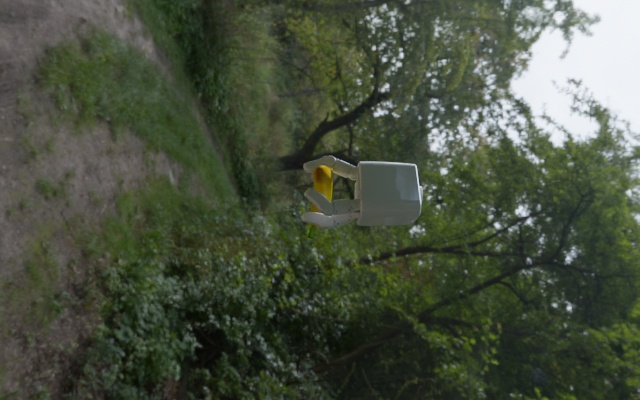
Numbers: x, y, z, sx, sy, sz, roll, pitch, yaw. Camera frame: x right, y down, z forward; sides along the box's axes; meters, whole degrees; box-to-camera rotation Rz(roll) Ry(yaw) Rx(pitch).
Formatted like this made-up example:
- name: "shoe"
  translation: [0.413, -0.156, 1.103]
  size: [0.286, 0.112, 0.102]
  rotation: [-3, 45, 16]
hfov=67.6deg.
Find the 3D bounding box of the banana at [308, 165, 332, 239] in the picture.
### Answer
- name: "banana"
  translation: [0.002, -0.009, 0.900]
  size: [0.037, 0.069, 0.198]
  rotation: [8, -41, 2]
